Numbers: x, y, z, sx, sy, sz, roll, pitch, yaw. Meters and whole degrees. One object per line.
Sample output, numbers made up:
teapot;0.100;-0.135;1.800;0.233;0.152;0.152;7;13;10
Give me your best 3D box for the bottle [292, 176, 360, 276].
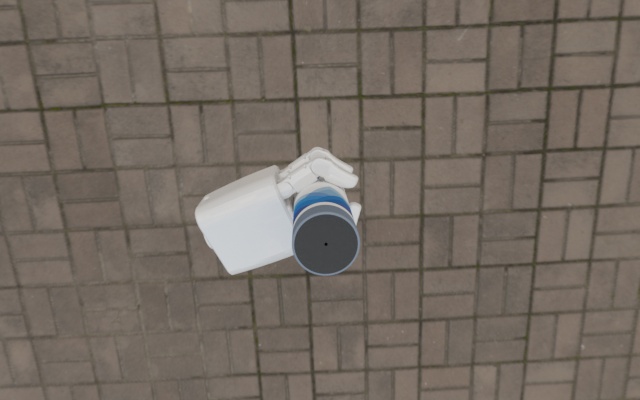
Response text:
bottle;0.000;0.002;0.601;0.069;0.069;0.295;0;16;-2
